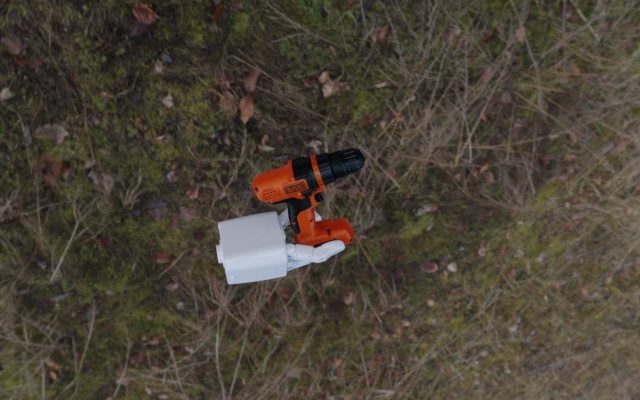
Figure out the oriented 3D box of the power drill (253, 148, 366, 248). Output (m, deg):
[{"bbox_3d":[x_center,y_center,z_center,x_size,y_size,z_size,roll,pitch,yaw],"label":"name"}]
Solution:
[{"bbox_3d":[0.000,0.003,0.805,0.184,0.188,0.057,-15,42,6],"label":"power drill"}]
